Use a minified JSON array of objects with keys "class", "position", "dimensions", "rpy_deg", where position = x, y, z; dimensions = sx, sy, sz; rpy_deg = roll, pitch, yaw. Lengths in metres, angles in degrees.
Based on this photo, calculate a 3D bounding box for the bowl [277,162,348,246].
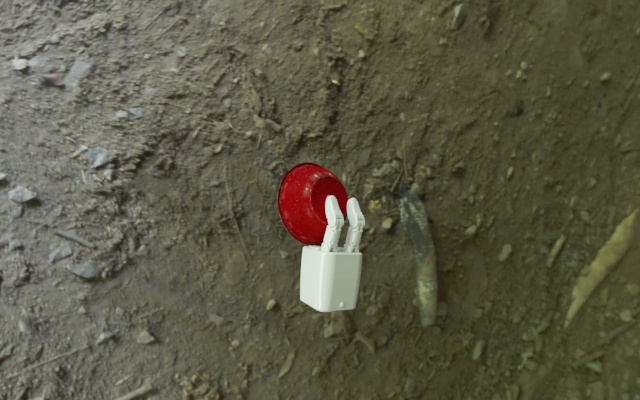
[{"class":"bowl","position":[0.000,0.002,0.896],"dimensions":[0.162,0.162,0.055],"rpy_deg":[0,-8,-40]}]
